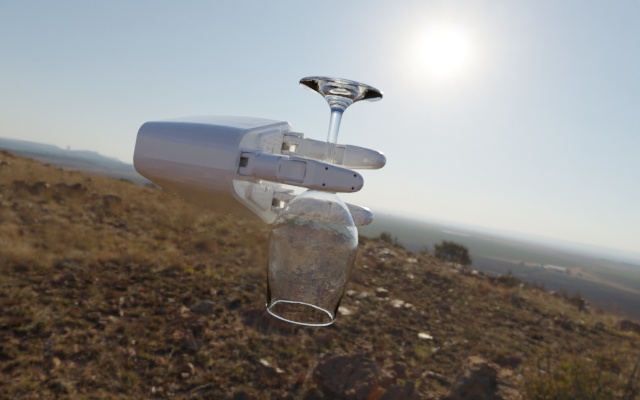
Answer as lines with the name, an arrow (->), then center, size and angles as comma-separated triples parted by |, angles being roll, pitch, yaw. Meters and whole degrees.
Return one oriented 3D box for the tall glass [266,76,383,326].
tall glass -> 0.000, 0.001, 0.415 | 0.079, 0.201, 0.079 | 10, 1, 0
